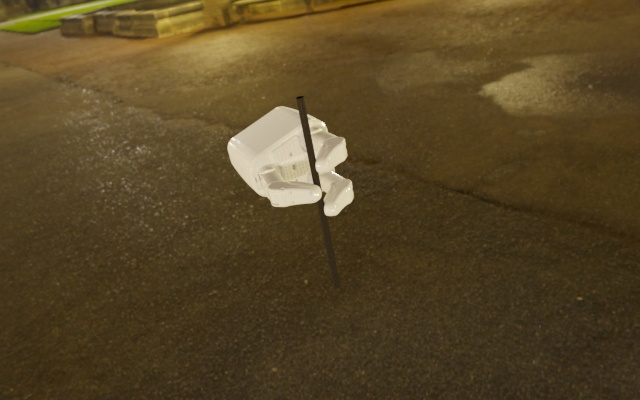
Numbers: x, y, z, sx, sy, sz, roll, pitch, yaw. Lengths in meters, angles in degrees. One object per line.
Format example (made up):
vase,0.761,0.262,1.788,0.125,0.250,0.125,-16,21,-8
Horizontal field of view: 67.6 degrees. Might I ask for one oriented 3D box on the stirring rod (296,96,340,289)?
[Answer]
stirring rod,0.000,0.002,0.530,0.011,0.240,0.011,-9,29,5
